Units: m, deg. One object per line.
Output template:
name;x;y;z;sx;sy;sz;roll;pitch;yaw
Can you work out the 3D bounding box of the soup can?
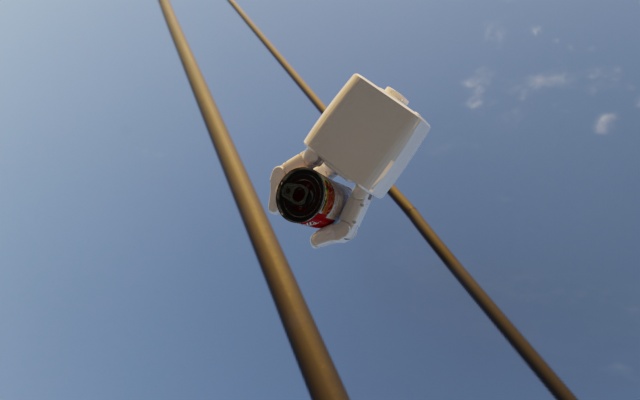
soup can;0.000;0.002;0.602;0.068;0.068;0.102;0;-10;30
